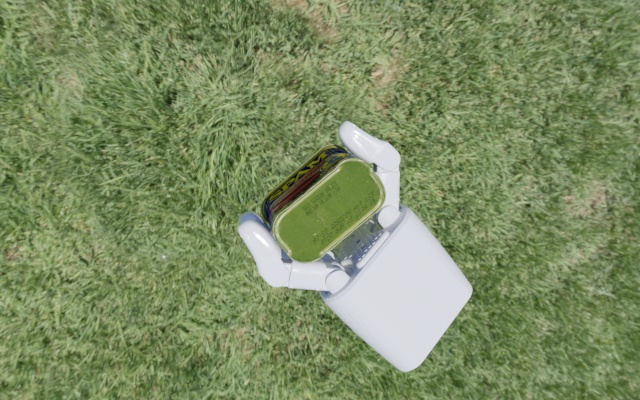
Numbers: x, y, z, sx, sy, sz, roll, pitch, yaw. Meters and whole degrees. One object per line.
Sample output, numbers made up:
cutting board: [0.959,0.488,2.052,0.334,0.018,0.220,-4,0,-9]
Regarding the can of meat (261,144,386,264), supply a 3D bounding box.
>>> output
can of meat: [0.000,0.001,0.416,0.102,0.057,0.084,-40,16,-1]
